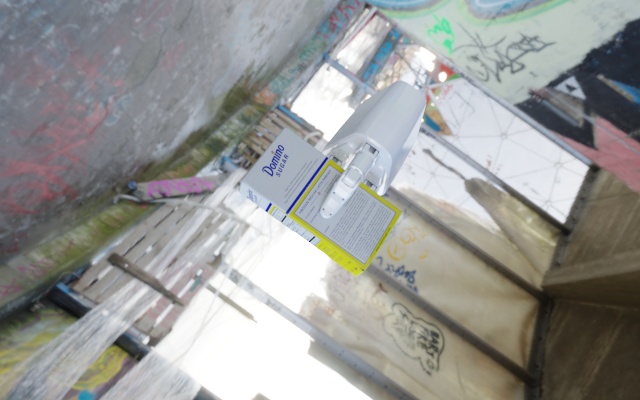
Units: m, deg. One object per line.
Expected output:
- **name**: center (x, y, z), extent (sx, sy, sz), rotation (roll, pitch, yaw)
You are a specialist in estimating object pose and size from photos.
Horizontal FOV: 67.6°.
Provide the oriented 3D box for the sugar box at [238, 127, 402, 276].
- **sugar box**: center (0.000, 0.002, 0.572), extent (0.176, 0.093, 0.048), rotation (36, -24, 0)
